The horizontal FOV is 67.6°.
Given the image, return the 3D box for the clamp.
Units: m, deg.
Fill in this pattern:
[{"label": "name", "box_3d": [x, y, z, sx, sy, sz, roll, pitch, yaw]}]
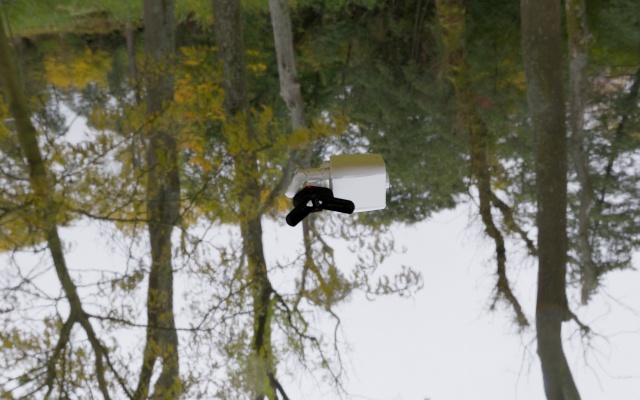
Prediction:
[{"label": "clamp", "box_3d": [0.000, 0.003, 0.878, 0.120, 0.039, 0.171, -4, 19, 1]}]
